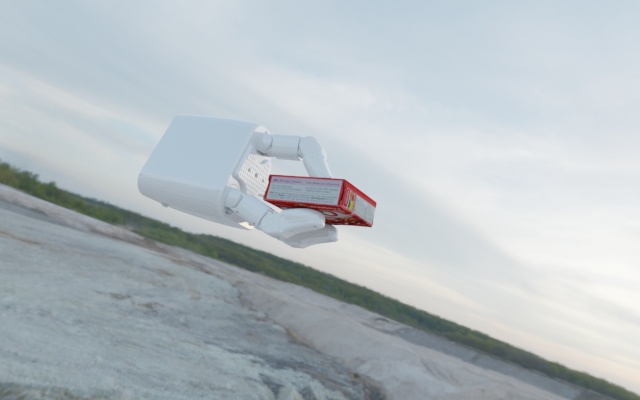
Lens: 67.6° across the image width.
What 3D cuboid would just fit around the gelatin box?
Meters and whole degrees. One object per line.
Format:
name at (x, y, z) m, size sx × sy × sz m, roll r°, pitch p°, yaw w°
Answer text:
gelatin box at (0.000, 0.001, 0.472) m, size 0.089 × 0.030 × 0.073 m, roll 4°, pitch -15°, yaw 32°
